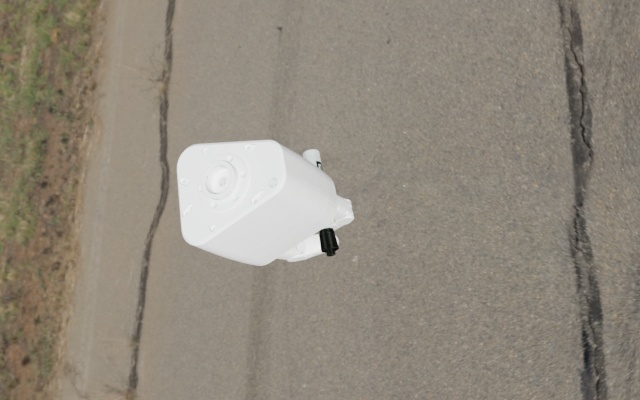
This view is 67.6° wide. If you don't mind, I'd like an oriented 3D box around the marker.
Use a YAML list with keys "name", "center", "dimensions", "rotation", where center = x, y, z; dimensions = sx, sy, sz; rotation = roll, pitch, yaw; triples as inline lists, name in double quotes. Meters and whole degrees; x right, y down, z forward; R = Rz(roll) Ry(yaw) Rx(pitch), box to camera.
- name: "marker"
  center: [0.000, 0.002, 0.518]
  dimensions: [0.020, 0.121, 0.020]
  rotation: [-10, -20, -4]
